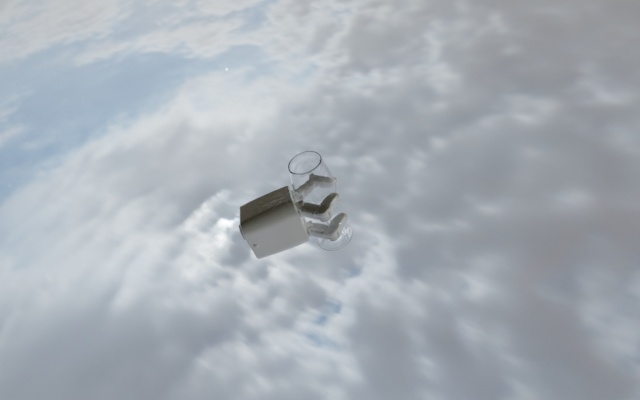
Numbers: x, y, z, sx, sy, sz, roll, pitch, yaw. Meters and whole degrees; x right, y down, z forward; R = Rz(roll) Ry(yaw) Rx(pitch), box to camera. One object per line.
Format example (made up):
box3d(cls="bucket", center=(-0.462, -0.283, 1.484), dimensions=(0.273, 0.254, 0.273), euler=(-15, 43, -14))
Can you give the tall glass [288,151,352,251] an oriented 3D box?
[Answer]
box3d(cls="tall glass", center=(0.000, 0.003, 0.898), dimensions=(0.079, 0.079, 0.201), euler=(0, -44, 23))
